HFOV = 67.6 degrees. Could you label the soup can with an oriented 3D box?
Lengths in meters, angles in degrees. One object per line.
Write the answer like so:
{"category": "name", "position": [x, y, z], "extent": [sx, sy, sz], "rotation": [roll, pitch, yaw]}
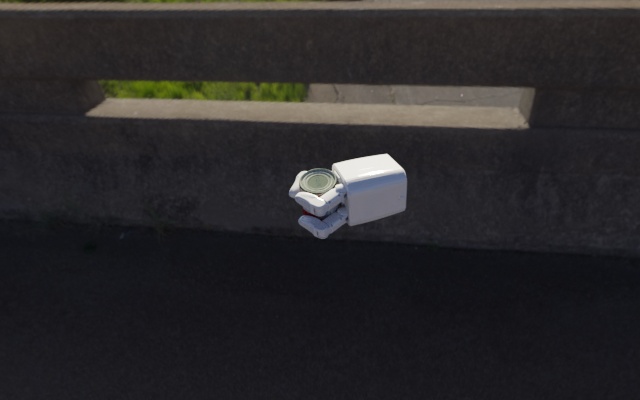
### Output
{"category": "soup can", "position": [0.000, 0.003, 0.846], "extent": [0.068, 0.102, 0.068], "rotation": [-4, 43, 3]}
